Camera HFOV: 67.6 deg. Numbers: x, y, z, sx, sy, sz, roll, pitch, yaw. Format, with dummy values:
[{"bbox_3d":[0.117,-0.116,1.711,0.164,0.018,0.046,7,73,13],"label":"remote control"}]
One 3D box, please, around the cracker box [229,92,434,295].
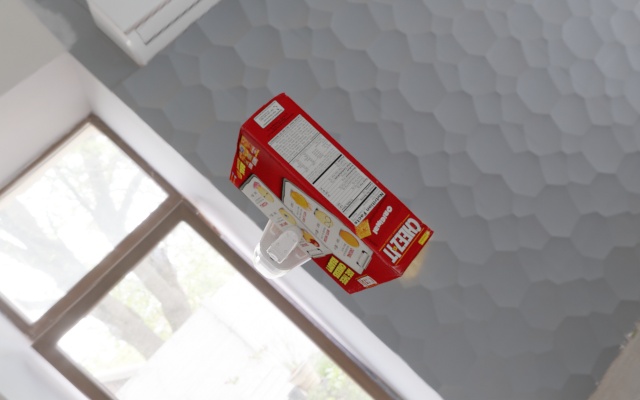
[{"bbox_3d":[0.000,0.002,0.540,0.072,0.213,0.164,-47,-1,-22],"label":"cracker box"}]
